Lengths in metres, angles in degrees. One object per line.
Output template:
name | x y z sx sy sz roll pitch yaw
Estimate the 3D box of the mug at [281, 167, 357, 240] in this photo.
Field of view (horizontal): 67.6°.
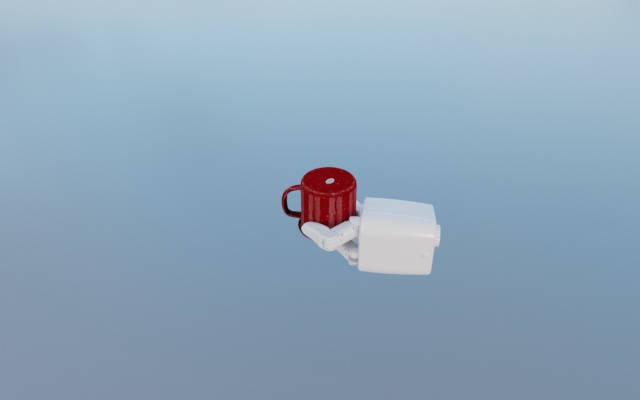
mug | -0.001 0.002 0.707 0.117 0.082 0.093 4 34 7
